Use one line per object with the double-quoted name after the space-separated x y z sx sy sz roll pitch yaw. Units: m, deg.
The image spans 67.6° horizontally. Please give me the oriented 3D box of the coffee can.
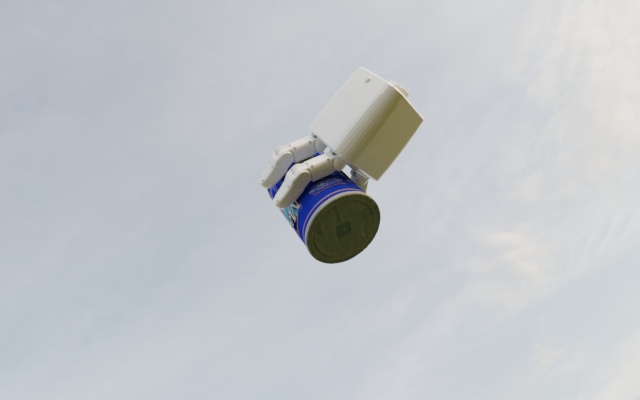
0.000 0.002 0.635 0.103 0.103 0.140 0 30 -30 "coffee can"
